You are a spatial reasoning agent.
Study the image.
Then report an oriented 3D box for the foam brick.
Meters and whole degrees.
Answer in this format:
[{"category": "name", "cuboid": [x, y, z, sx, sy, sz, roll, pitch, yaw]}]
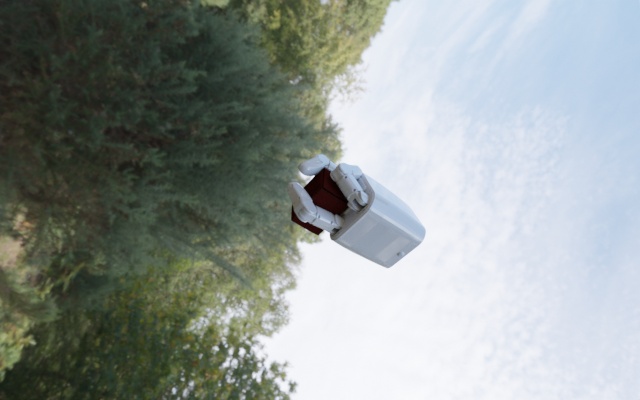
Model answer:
[{"category": "foam brick", "cuboid": [0.000, 0.002, 0.695, 0.051, 0.053, 0.078, 31, -56, -22]}]
